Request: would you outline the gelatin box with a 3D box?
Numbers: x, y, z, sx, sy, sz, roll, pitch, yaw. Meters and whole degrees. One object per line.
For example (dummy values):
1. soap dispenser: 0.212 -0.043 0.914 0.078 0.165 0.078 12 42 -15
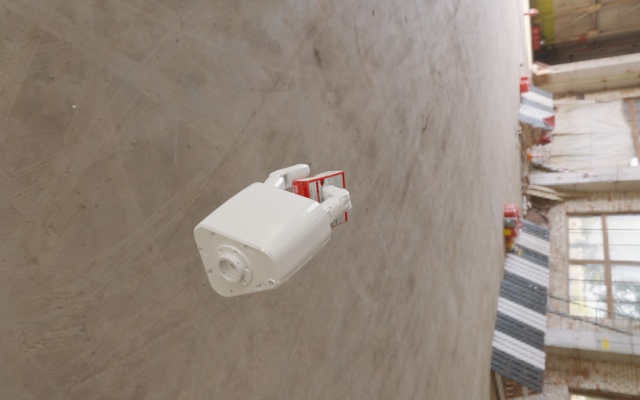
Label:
1. gelatin box: 0.001 0.002 0.650 0.030 0.073 0.089 3 13 36
